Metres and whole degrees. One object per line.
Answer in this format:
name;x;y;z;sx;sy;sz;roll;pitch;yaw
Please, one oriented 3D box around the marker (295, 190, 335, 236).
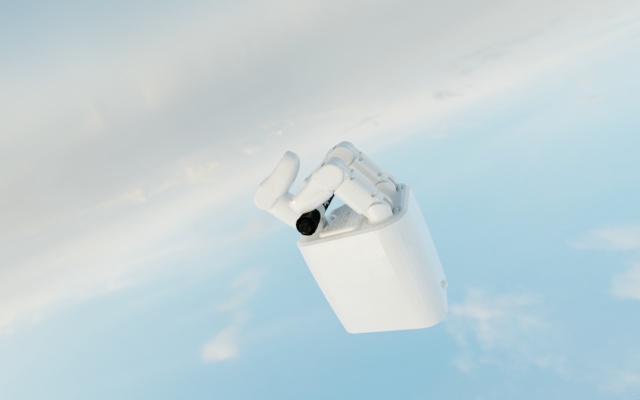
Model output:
marker;0.000;0.001;0.449;0.020;0.020;0.121;0;22;13
